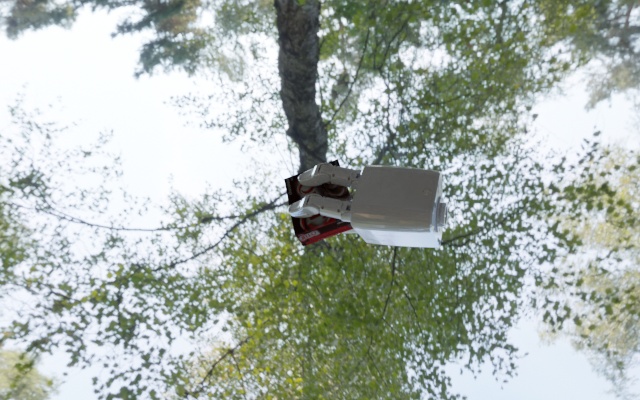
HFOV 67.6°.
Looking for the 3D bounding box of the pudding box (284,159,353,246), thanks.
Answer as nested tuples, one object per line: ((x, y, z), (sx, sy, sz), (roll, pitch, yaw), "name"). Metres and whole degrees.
((0.000, 0.002, 0.702), (0.090, 0.113, 0.039), (-20, -42, 6), "pudding box")
